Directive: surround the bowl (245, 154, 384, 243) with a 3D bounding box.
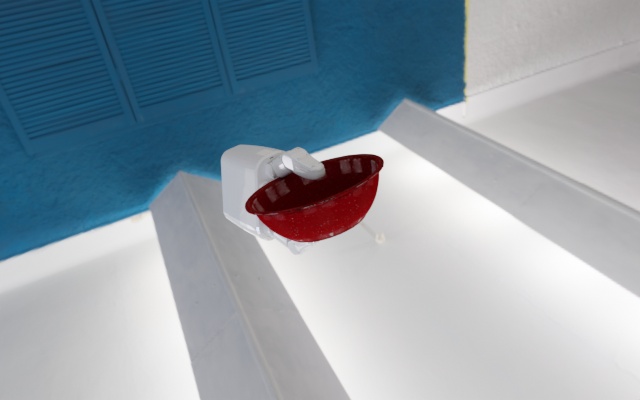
[{"bbox_3d":[0.001,0.002,0.535,0.162,0.055,0.162,-17,17,6],"label":"bowl"}]
